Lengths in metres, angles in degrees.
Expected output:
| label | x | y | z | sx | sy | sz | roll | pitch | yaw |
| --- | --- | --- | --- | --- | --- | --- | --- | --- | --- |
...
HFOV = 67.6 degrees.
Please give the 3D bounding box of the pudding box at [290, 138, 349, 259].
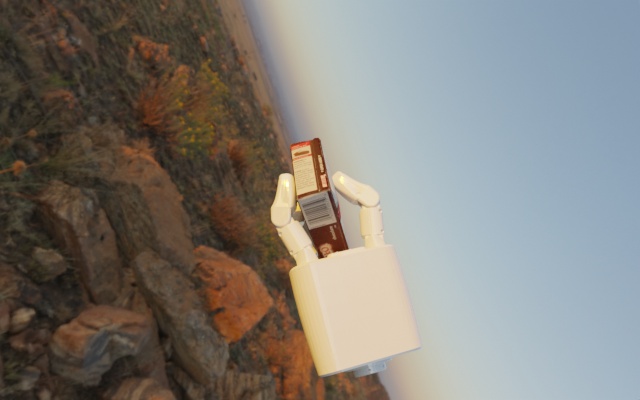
| label | x | y | z | sx | sy | sz | roll | pitch | yaw |
| --- | --- | --- | --- | --- | --- | --- | --- | --- | --- |
| pudding box | 0.000 | 0.002 | 0.531 | 0.039 | 0.114 | 0.090 | -14 | 44 | 2 |
